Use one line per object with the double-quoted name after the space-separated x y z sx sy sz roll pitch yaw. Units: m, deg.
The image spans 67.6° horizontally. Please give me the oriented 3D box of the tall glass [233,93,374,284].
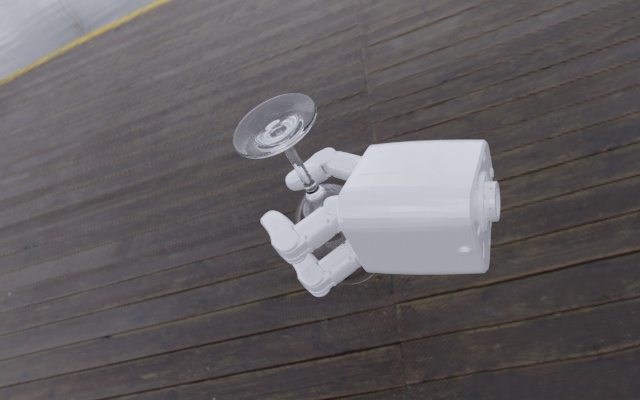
0.000 0.001 0.449 0.079 0.079 0.201 0 -39 29 "tall glass"
